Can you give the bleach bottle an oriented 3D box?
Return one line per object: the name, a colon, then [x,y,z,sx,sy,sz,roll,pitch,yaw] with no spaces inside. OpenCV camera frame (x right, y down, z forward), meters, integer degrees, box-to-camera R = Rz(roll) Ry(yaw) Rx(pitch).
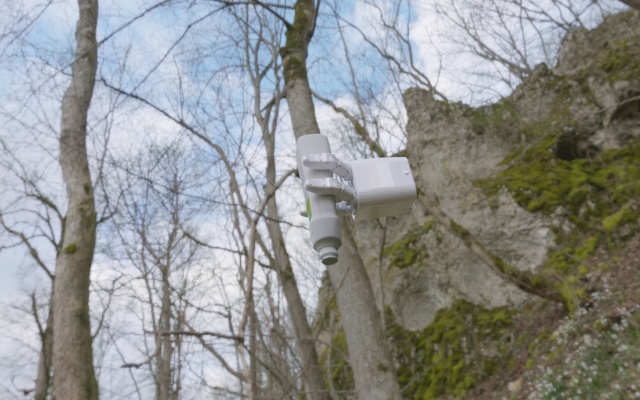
bleach bottle: [0.000,0.003,0.857,0.068,0.250,0.103,-6,-35,-3]
